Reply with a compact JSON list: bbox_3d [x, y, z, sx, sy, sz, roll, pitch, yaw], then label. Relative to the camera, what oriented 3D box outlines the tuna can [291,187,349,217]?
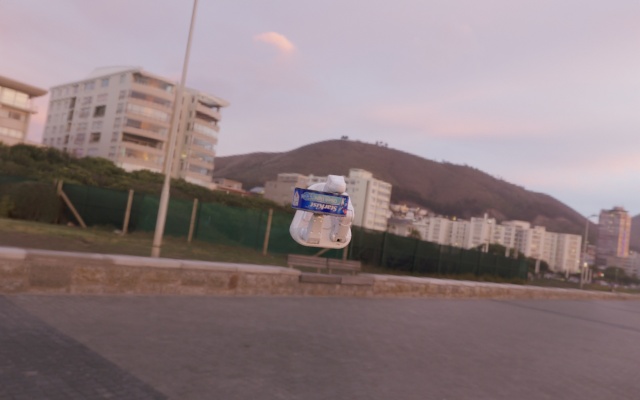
[{"bbox_3d":[0.000,0.002,0.728,0.086,0.034,0.086,9,1,0],"label":"tuna can"}]
